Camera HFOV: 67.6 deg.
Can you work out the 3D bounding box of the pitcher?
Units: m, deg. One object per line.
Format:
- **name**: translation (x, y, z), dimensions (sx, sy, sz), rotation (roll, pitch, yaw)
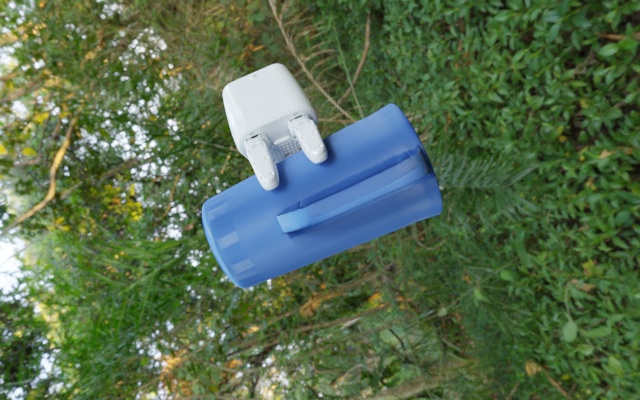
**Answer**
- **pitcher**: translation (0.000, 0.002, 0.518), dimensions (0.243, 0.145, 0.149), rotation (-25, -39, 0)
